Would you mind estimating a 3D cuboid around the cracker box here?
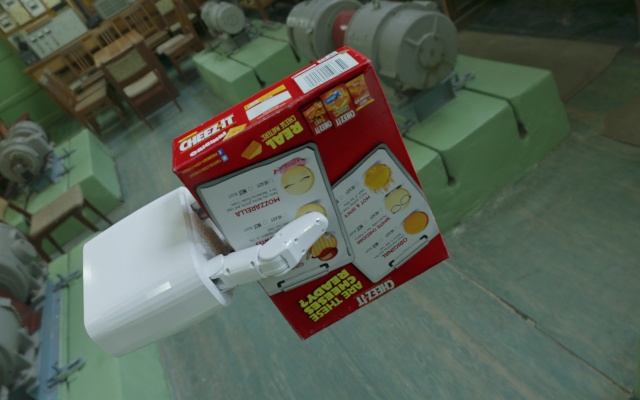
[{"bbox_3d":[0.000,0.001,0.420,0.164,0.214,0.072,-29,33,1],"label":"cracker box"}]
